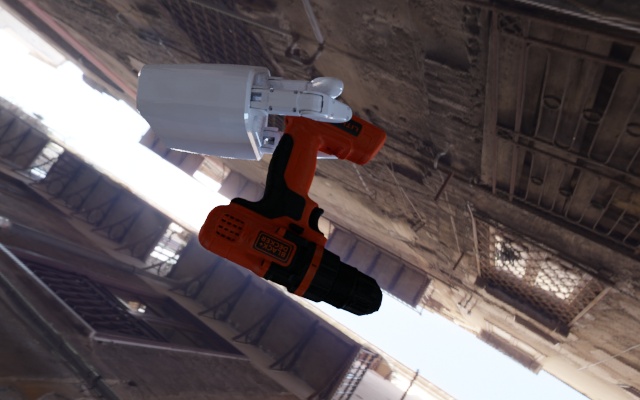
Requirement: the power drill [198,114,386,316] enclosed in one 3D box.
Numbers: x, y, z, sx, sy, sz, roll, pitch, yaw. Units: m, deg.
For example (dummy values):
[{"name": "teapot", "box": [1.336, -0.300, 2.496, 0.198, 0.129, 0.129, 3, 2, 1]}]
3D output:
[{"name": "power drill", "box": [0.000, 0.001, 0.471, 0.184, 0.187, 0.057, 26, -23, -8]}]
